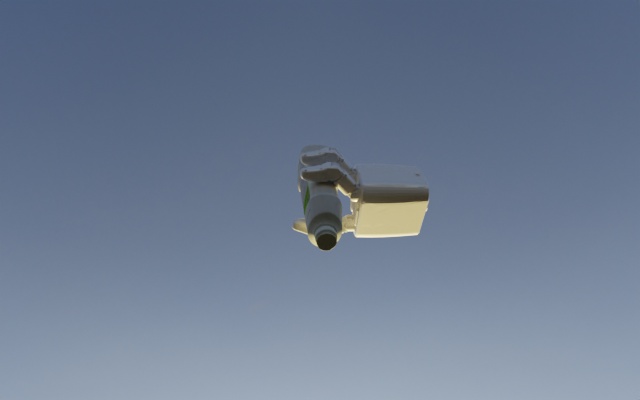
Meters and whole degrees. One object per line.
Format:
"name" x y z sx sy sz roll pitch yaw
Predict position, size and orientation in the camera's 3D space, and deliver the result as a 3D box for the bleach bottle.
"bleach bottle" 0.000 0.002 0.757 0.068 0.103 0.250 1 29 -5
